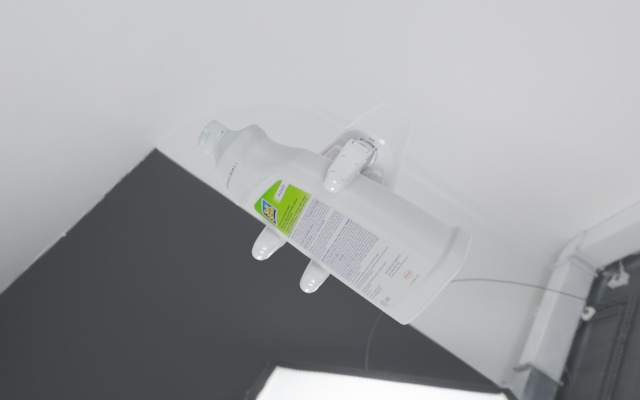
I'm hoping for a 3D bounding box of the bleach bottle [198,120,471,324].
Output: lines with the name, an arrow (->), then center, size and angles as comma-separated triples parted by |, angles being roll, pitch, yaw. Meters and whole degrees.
bleach bottle -> 0.000, 0.002, 0.430 | 0.251, 0.103, 0.068 | 35, 36, 6
